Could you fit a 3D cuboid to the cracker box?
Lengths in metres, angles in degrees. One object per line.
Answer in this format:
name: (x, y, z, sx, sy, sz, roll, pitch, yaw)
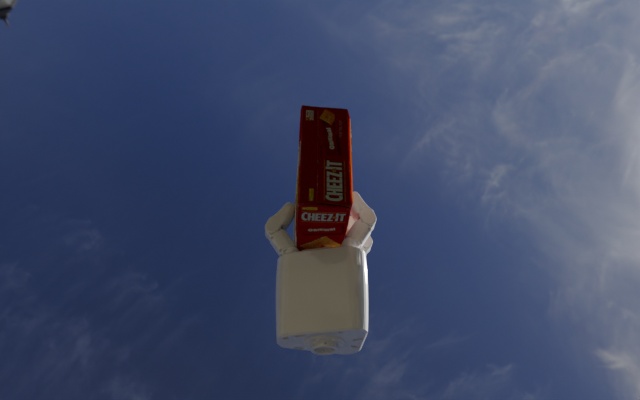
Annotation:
cracker box: (0.000, 0.002, 0.669, 0.072, 0.164, 0.214, 2, -35, -4)
